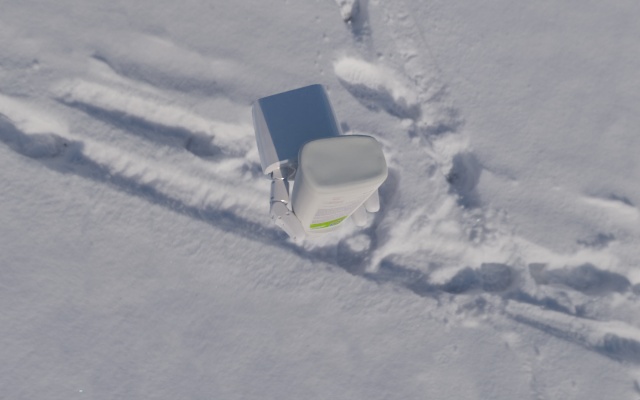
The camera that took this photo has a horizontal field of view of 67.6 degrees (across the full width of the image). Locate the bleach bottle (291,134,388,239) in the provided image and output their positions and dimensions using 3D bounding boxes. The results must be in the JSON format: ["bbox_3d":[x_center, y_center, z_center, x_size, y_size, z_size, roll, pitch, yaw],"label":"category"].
[{"bbox_3d":[0.000,0.002,0.630,0.102,0.068,0.251,-9,-19,-17],"label":"bleach bottle"}]
